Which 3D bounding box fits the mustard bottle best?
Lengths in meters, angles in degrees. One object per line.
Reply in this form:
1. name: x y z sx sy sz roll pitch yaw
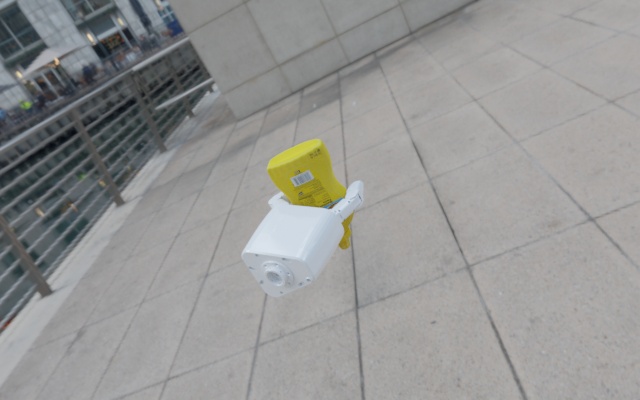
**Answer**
1. mustard bottle: 0.000 0.002 0.765 0.096 0.192 0.058 -23 25 13
